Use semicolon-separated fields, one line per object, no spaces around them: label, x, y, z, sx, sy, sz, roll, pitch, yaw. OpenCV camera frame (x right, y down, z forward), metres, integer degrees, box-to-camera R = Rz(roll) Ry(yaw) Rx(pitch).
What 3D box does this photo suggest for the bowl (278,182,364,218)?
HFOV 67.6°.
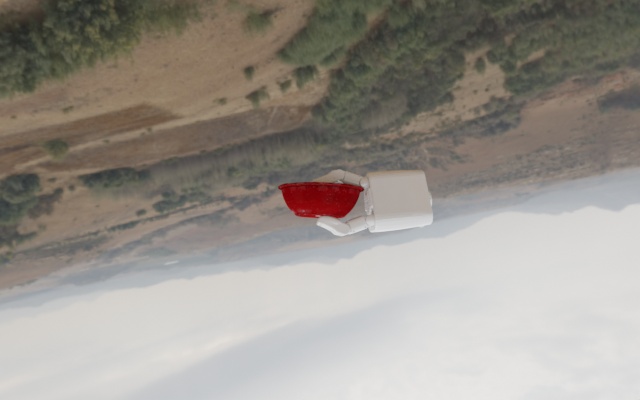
bowl;-0.001;0.003;0.889;0.162;0.055;0.162;2;-6;0
